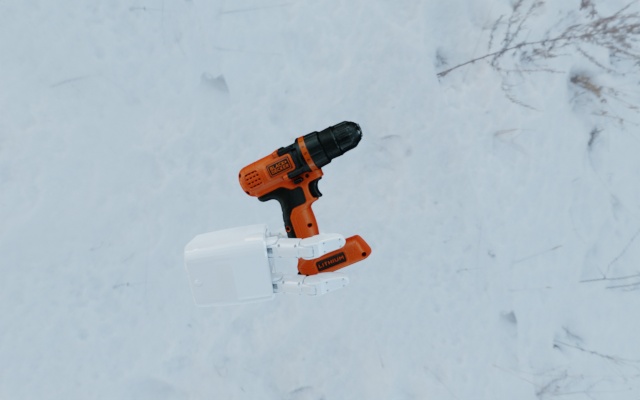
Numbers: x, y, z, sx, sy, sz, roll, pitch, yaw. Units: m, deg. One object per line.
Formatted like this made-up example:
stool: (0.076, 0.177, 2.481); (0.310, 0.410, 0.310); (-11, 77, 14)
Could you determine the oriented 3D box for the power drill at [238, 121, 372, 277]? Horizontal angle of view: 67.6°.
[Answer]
power drill: (0.000, 0.003, 0.661); (0.184, 0.187, 0.057); (-24, 2, 13)
